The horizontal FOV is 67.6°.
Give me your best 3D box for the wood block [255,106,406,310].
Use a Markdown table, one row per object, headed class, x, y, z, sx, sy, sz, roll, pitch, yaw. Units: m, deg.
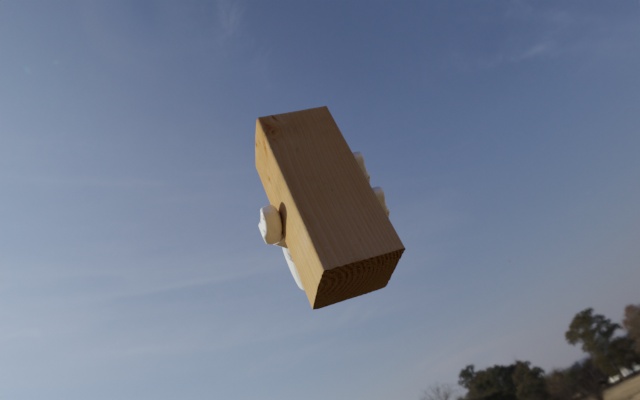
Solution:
| class | x | y | z | sx | sy | sz | roll | pitch | yaw |
| --- | --- | --- | --- | --- | --- | --- | --- | --- | --- |
| wood block | 0.000 | 0.002 | 0.536 | 0.091 | 0.206 | 0.090 | -14 | -33 | -18 |
